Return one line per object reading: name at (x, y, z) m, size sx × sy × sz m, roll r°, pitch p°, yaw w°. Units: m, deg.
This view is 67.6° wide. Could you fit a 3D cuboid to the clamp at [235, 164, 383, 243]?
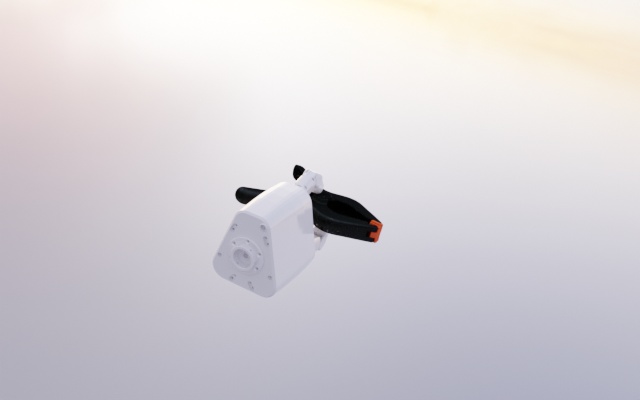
clamp at (0.001, 0.002, 0.723) m, size 0.210 × 0.036 × 0.164 m, roll 22°, pitch 28°, yaw 16°
